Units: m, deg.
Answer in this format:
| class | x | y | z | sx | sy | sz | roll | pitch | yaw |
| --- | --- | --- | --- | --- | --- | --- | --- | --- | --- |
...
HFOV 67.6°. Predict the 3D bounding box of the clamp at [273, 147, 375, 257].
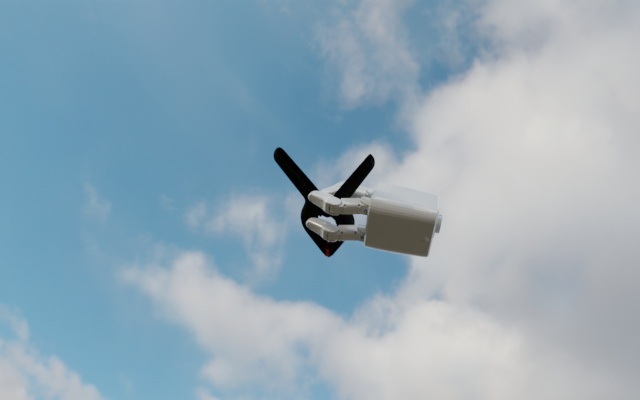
| class | x | y | z | sx | sy | sz | roll | pitch | yaw |
| --- | --- | --- | --- | --- | --- | --- | --- | --- | --- |
| clamp | 0.001 | 0.003 | 0.801 | 0.164 | 0.210 | 0.036 | 12 | 36 | 13 |
